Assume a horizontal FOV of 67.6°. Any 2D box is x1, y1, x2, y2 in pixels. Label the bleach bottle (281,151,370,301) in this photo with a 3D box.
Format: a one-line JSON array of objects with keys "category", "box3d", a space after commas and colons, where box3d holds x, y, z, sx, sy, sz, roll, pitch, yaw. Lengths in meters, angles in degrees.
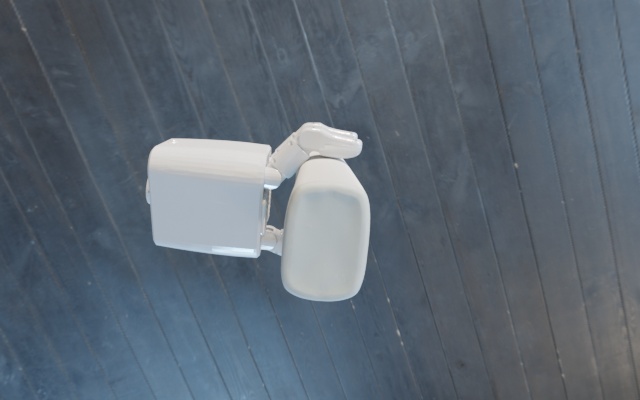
[{"category": "bleach bottle", "box3d": [0.000, 0.002, 0.487, 0.068, 0.102, 0.250, 5, 14, -3]}]
